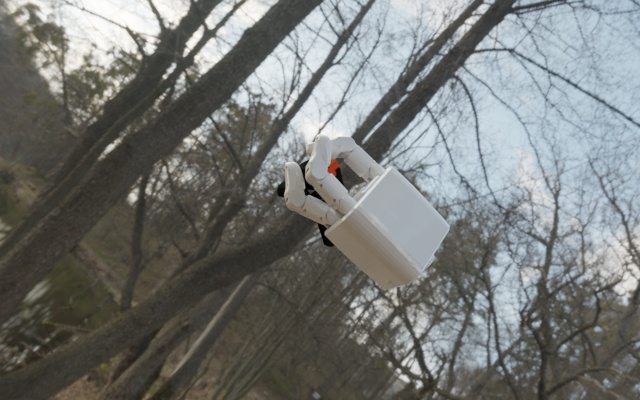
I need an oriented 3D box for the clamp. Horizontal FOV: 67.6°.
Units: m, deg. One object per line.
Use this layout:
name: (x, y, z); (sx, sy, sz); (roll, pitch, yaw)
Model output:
clamp: (0.000, 0.002, 0.638); (0.039, 0.120, 0.171); (-46, 1, -21)
